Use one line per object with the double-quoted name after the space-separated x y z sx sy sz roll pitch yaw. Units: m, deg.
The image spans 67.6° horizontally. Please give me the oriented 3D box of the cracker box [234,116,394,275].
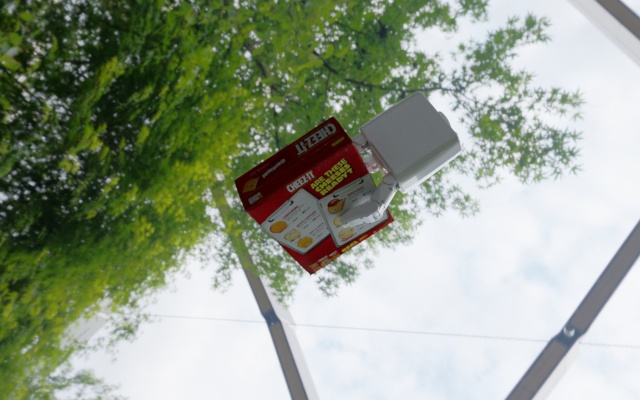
0.000 0.002 0.700 0.164 0.072 0.214 -33 -39 3 "cracker box"
